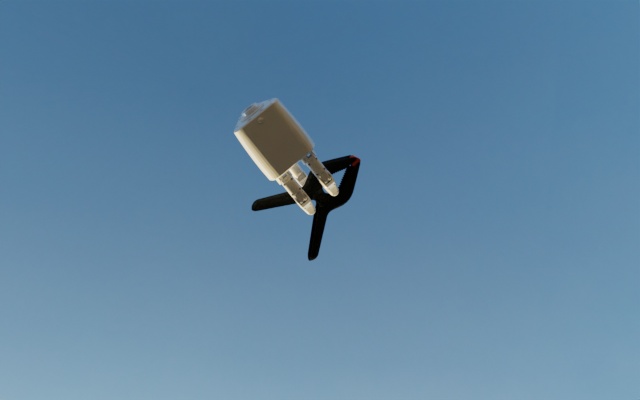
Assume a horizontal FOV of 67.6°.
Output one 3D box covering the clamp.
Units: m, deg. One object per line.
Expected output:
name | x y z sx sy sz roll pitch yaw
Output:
clamp | 0.000 0.002 0.887 0.210 0.165 0.036 -40 25 -3
